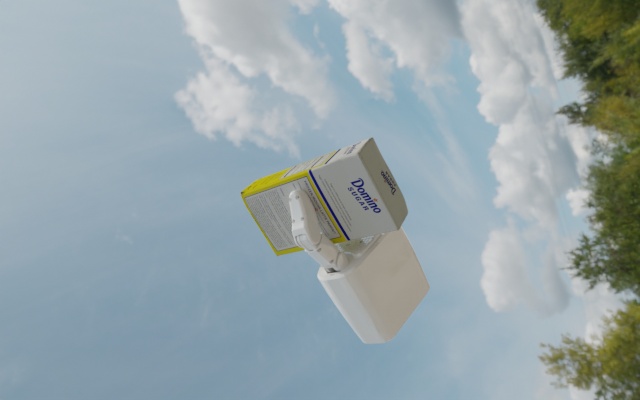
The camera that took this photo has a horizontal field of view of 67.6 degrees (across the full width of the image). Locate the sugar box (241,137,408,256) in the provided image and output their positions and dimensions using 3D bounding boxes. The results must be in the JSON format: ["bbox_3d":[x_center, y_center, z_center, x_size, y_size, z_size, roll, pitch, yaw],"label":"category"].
[{"bbox_3d":[0.000,0.002,0.530,0.176,0.093,0.048,-16,21,36],"label":"sugar box"}]
